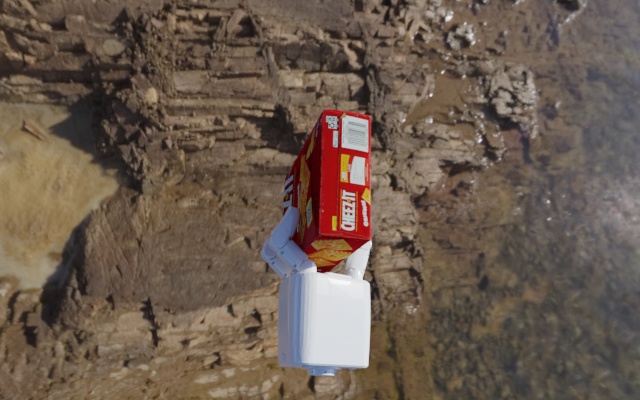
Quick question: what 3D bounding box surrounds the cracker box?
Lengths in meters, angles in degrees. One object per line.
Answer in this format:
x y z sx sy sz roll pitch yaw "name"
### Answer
0.000 0.002 0.645 0.072 0.164 0.214 8 -22 -15 "cracker box"
